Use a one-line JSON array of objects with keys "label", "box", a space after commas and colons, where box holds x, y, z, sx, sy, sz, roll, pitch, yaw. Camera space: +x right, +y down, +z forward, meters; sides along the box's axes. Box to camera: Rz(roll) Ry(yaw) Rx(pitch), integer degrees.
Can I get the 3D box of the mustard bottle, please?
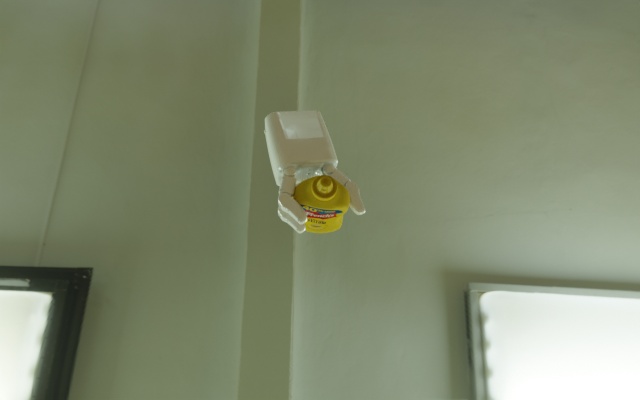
[{"label": "mustard bottle", "box": [0.000, 0.003, 0.818, 0.096, 0.058, 0.192, 10, -21, -2]}]
